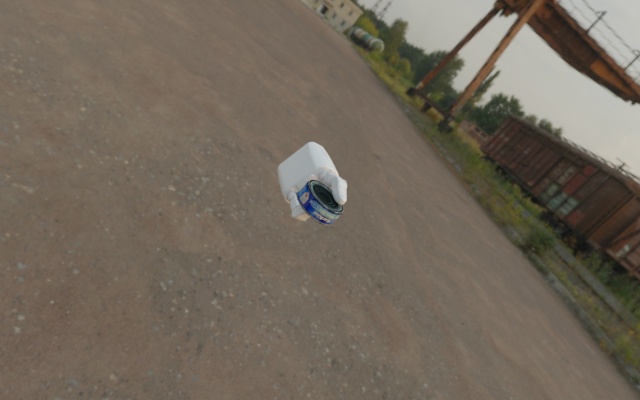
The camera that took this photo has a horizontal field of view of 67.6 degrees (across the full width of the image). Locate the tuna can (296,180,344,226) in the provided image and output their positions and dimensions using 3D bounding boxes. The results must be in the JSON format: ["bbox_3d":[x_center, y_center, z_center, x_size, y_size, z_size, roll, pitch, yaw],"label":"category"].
[{"bbox_3d":[0.001,0.002,0.860,0.034,0.086,0.086,-47,-21,22],"label":"tuna can"}]
